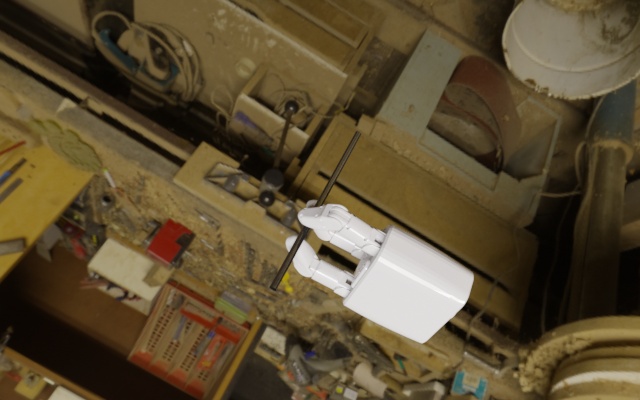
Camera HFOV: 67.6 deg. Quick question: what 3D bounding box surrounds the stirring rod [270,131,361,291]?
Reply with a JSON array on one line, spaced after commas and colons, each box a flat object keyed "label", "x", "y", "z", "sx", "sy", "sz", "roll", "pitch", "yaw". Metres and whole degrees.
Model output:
[{"label": "stirring rod", "x": 0.000, "y": 0.002, "z": 0.555, "sx": 0.011, "sy": 0.239, "sz": 0.011, "roll": 20, "pitch": -33, "yaw": 14}]
